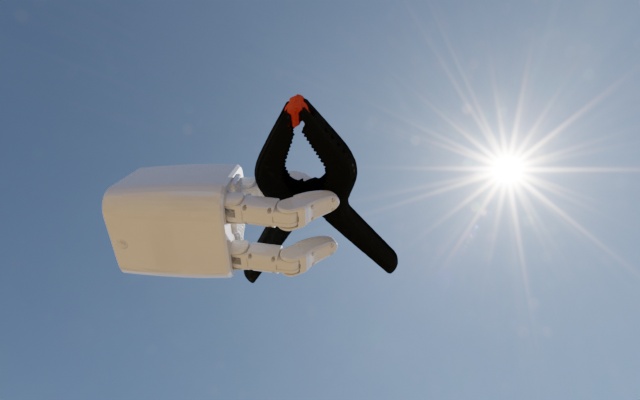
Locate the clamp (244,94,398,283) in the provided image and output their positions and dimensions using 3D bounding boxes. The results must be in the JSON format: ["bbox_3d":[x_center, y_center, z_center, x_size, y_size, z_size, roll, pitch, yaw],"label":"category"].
[{"bbox_3d":[0.000,0.001,0.463,0.164,0.210,0.036,0,35,0],"label":"clamp"}]
